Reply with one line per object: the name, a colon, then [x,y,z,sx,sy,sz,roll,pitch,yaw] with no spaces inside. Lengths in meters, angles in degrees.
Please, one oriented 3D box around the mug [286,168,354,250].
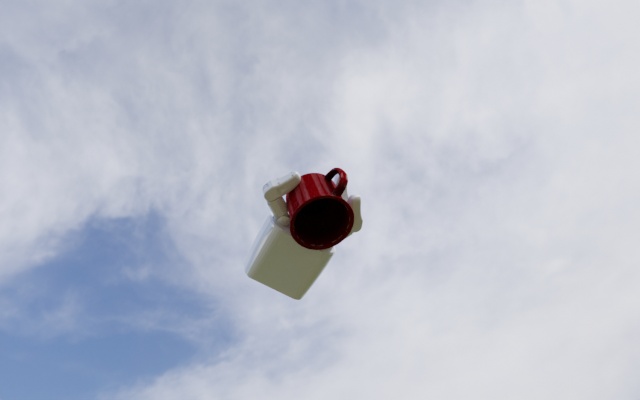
mug: [0.001,0.001,0.696,0.093,0.117,0.081,21,24,-25]
